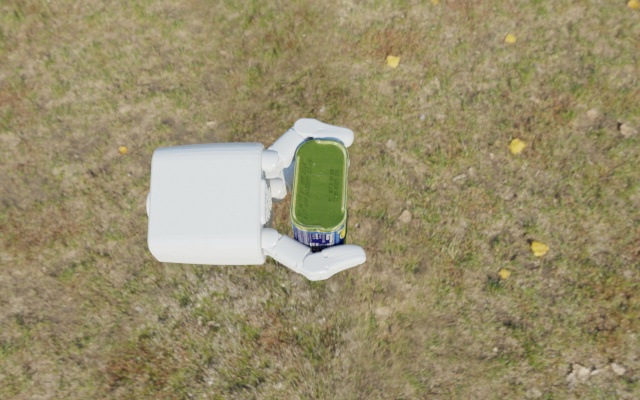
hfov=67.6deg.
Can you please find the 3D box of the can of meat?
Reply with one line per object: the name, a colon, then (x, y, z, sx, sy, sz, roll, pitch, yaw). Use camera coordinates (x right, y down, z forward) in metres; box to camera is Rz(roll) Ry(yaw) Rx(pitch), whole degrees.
can of meat: (0.000, 0.002, 0.476, 0.057, 0.102, 0.084, 2, -27, 2)
